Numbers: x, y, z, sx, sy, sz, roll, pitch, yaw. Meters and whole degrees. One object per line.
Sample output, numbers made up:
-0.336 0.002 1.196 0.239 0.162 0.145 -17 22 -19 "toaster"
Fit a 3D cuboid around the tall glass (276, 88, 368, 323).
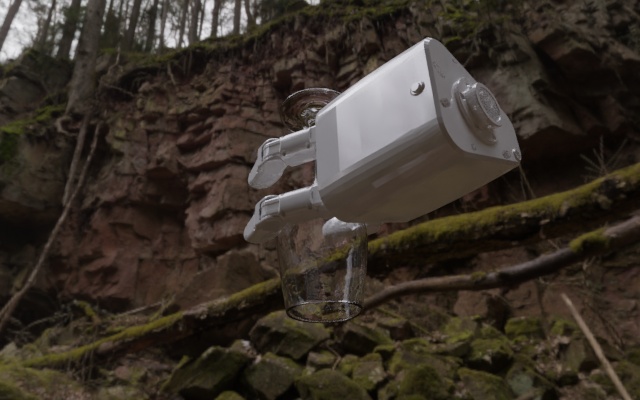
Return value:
0.000 0.001 0.424 0.079 0.201 0.079 -2 -28 -1 "tall glass"
